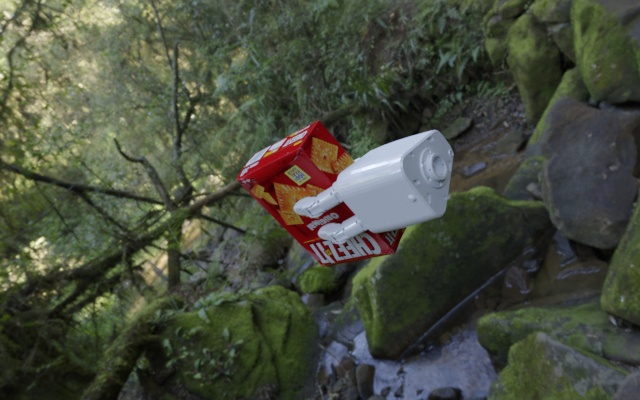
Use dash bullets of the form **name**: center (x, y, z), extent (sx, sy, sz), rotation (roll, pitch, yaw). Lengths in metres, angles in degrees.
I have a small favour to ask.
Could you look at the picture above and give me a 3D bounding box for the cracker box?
- **cracker box**: center (0.000, 0.002, 0.718), extent (0.164, 0.072, 0.214), rotation (-18, -58, 47)
